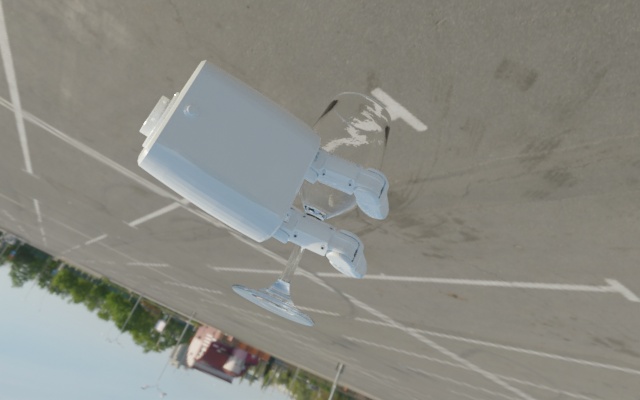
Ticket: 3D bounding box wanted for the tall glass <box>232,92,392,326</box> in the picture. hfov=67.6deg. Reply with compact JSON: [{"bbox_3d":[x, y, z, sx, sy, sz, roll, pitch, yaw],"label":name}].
[{"bbox_3d":[0.000,0.002,0.422,0.079,0.201,0.079,22,-20,9],"label":"tall glass"}]
